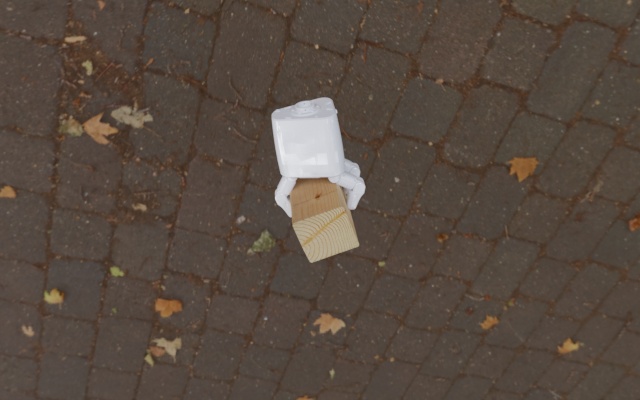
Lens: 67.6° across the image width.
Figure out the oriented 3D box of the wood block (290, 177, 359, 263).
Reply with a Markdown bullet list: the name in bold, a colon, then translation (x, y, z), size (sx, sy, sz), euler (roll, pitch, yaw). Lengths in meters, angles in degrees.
- **wood block**: translation (0.000, 0.003, 0.863), size (0.091, 0.090, 0.206), euler (-19, 32, 6)
